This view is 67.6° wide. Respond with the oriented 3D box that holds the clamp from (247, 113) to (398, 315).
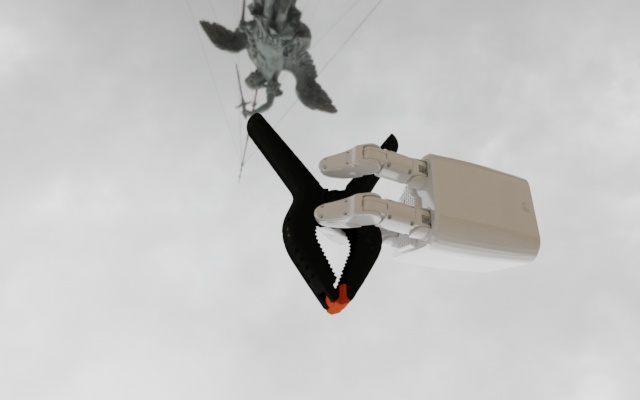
[{"bbox_3d":[0.000,0.002,0.458,0.164,0.209,0.036,11,-34,-11],"label":"clamp"}]
